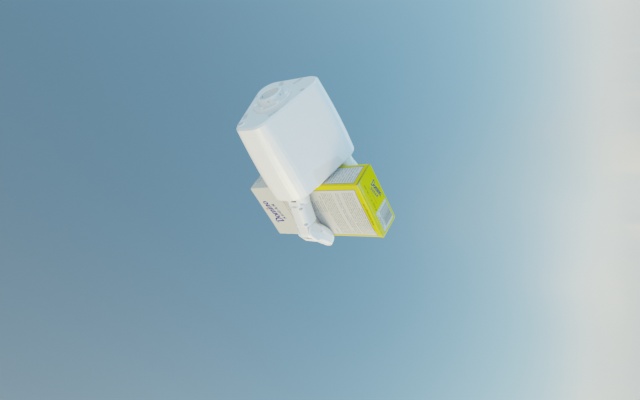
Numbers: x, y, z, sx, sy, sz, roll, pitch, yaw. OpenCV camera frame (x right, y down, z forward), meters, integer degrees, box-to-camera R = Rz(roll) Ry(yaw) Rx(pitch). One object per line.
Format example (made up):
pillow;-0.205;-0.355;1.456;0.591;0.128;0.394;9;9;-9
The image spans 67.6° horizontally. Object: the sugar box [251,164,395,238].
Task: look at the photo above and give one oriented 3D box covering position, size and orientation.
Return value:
sugar box;0.000;0.002;0.632;0.176;0.093;0.048;2;44;39
